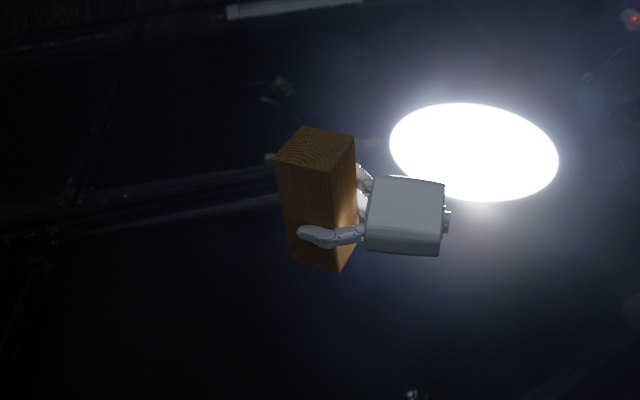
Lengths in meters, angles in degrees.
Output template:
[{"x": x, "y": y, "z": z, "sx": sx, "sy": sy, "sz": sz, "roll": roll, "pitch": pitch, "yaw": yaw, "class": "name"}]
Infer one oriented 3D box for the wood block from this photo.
[{"x": 0.000, "y": 0.003, "z": 0.731, "sx": 0.090, "sy": 0.206, "sz": 0.090, "roll": 15, "pitch": 45, "yaw": 23, "class": "wood block"}]
